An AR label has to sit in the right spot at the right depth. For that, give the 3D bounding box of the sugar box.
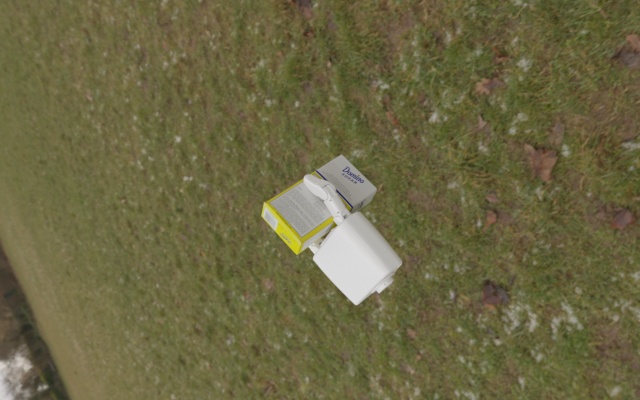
[{"bbox_3d":[0.000,0.003,0.787,0.176,0.093,0.048,-32,-21,-32],"label":"sugar box"}]
